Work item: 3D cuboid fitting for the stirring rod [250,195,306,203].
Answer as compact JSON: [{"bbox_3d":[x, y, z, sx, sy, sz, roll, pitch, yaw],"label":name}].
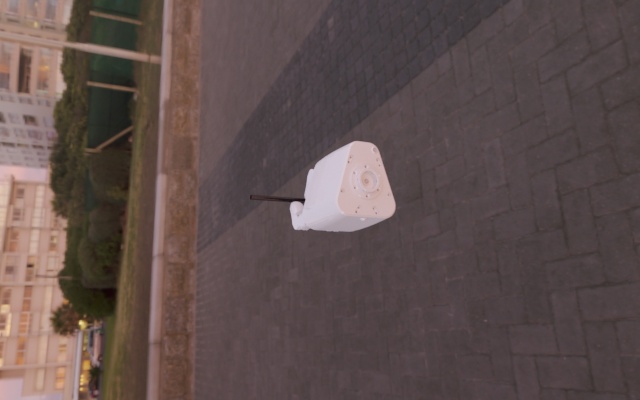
[{"bbox_3d":[0.000,0.003,0.799,0.239,0.011,0.011,4,-2,-24],"label":"stirring rod"}]
